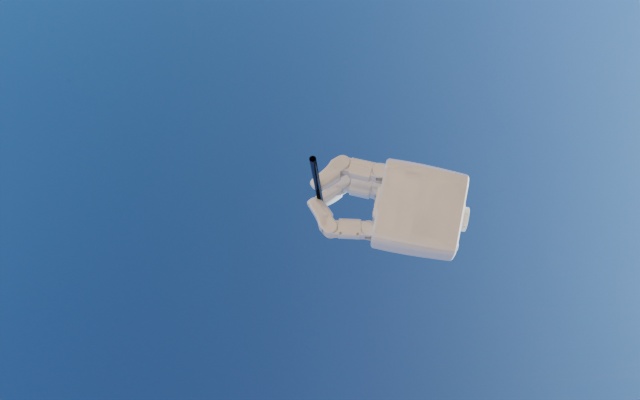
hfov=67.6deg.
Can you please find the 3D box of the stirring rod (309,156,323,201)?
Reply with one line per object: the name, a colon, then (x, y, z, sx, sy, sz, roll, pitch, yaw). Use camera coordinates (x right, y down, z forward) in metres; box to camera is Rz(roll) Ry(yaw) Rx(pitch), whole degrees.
stirring rod: (0.000, 0.002, 0.648, 0.011, 0.011, 0.240, 0, -24, 5)
